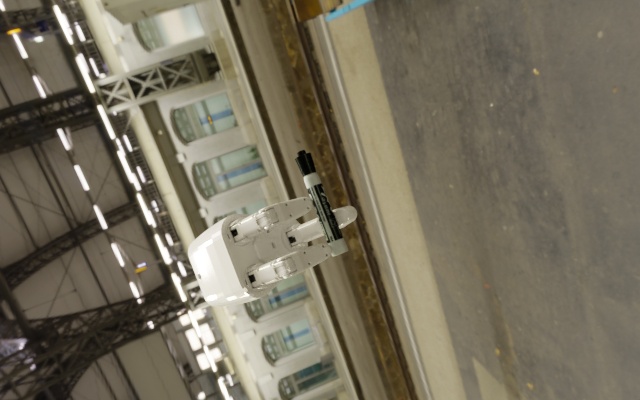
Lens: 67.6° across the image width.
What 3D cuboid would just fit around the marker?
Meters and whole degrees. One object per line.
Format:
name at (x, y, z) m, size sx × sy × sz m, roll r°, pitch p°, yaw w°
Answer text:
marker at (0.000, 0.002, 0.523) m, size 0.020 × 0.121 × 0.020 m, roll -21°, pitch -5°, yaw -2°
